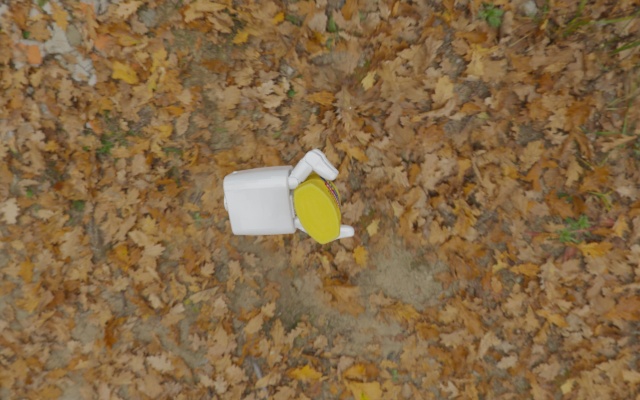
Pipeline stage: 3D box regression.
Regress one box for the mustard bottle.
[{"bbox_3d":[0.000,0.003,0.793,0.058,0.096,0.191,-28,8,8],"label":"mustard bottle"}]
